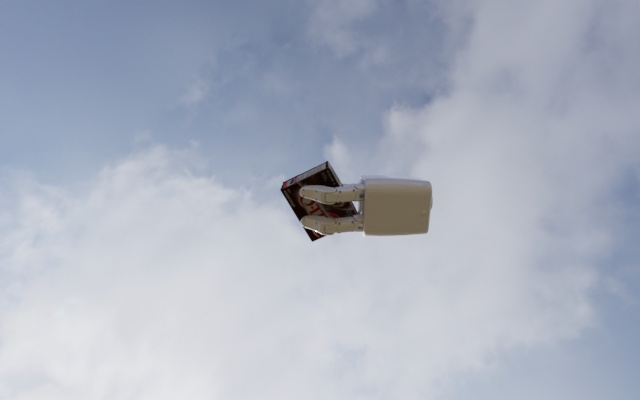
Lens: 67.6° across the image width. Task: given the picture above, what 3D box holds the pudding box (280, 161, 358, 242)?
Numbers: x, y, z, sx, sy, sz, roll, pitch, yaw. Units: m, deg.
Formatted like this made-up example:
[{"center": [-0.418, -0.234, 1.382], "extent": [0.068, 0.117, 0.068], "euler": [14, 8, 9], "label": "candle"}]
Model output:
[{"center": [0.000, 0.002, 0.792], "extent": [0.090, 0.113, 0.039], "euler": [-25, 21, 13], "label": "pudding box"}]
